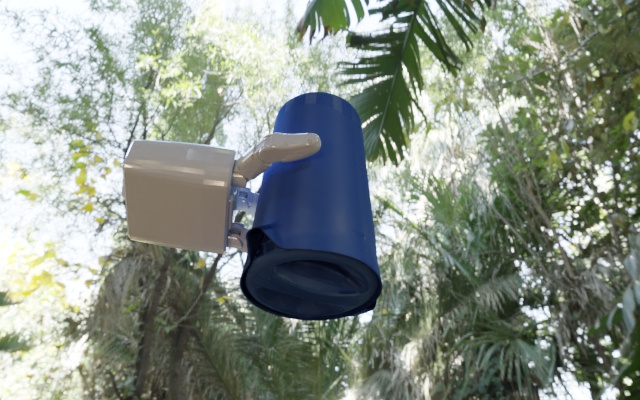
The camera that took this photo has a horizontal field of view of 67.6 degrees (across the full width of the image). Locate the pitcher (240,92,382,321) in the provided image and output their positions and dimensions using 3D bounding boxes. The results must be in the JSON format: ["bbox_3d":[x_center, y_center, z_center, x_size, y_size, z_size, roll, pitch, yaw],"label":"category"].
[{"bbox_3d":[0.000,0.002,0.525,0.145,0.242,0.149,6,-40,-4],"label":"pitcher"}]
